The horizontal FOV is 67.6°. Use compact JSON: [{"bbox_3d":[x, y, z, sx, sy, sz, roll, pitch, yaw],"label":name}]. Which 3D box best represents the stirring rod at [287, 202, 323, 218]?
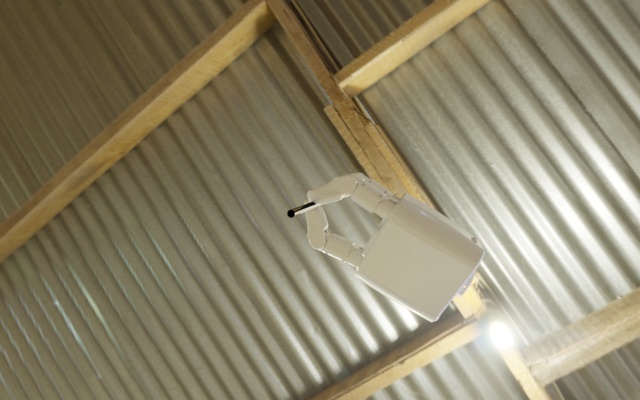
[{"bbox_3d":[0.000,0.002,0.571,0.011,0.011,0.239,0,5,14],"label":"stirring rod"}]
